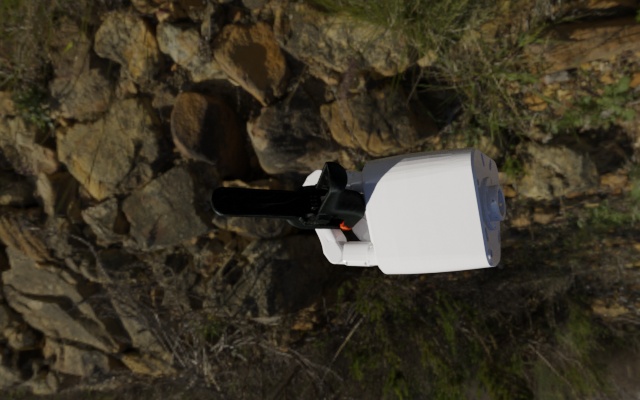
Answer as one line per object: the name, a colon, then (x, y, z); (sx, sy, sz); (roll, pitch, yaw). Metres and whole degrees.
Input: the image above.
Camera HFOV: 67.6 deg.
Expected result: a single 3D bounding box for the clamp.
clamp: (0.000, 0.002, 0.436); (0.120, 0.039, 0.171); (-8, -10, 33)
